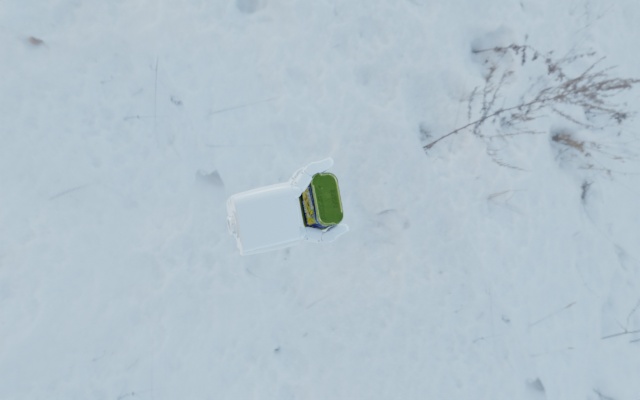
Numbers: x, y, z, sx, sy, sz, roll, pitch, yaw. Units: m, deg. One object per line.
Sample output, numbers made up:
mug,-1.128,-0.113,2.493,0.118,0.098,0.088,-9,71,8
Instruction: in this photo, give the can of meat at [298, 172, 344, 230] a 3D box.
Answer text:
can of meat,0.000,0.003,0.887,0.057,0.102,0.084,-9,-6,-19
